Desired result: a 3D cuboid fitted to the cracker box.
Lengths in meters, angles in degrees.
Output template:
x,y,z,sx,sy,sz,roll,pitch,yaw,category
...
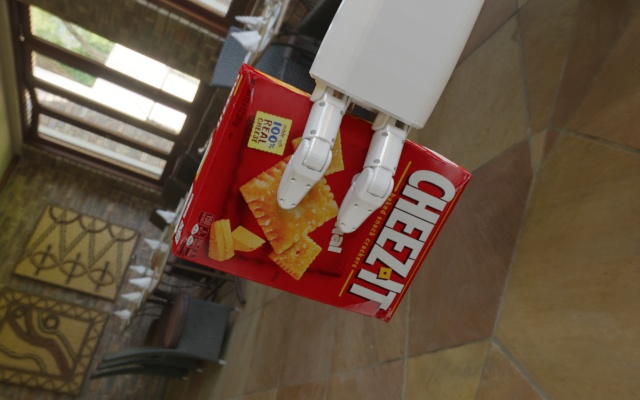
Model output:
x,y,z,sx,sy,sz,roll,pitch,yaw,category
0.000,0.001,0.423,0.214,0.164,0.072,21,15,-19,cracker box
